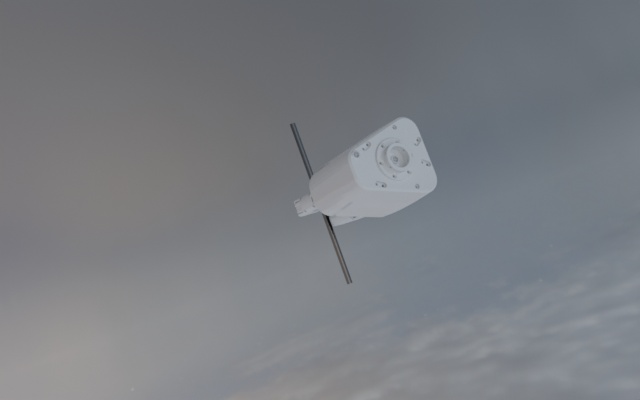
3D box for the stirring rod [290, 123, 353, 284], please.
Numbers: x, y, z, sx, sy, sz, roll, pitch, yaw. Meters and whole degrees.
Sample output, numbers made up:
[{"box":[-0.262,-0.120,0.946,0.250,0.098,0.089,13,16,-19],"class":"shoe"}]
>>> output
[{"box":[0.000,0.002,0.673,0.011,0.239,0.011,-20,-7,-2],"class":"stirring rod"}]
